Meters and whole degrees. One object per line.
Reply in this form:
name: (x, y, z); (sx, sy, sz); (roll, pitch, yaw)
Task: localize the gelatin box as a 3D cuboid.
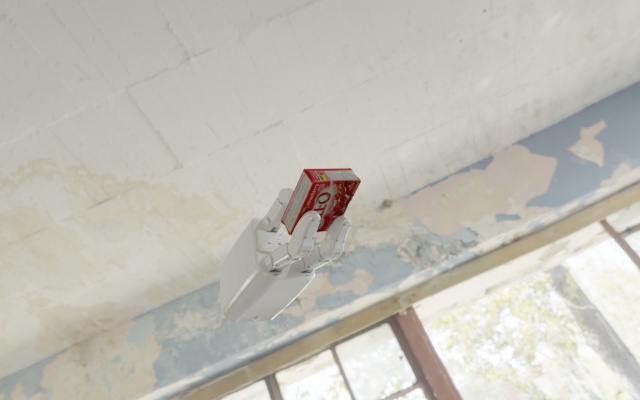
gelatin box: (0.000, 0.001, 0.595); (0.073, 0.089, 0.030); (-3, 43, -36)
